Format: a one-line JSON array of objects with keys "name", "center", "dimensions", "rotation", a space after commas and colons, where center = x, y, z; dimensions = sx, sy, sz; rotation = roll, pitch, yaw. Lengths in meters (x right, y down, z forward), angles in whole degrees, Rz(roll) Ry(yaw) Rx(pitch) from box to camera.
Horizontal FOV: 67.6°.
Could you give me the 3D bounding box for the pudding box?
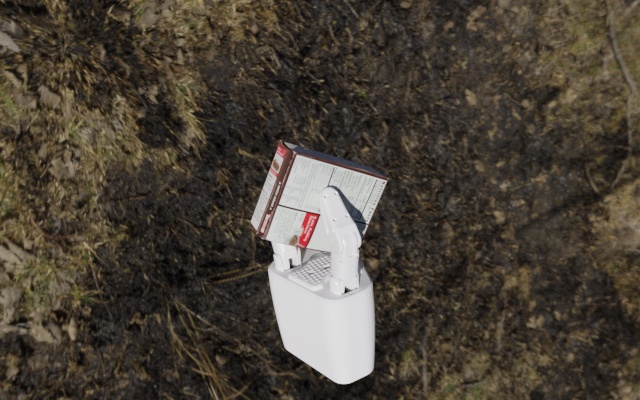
[{"name": "pudding box", "center": [0.000, 0.002, 0.460], "dimensions": [0.113, 0.090, 0.039], "rotation": [13, 14, -33]}]
